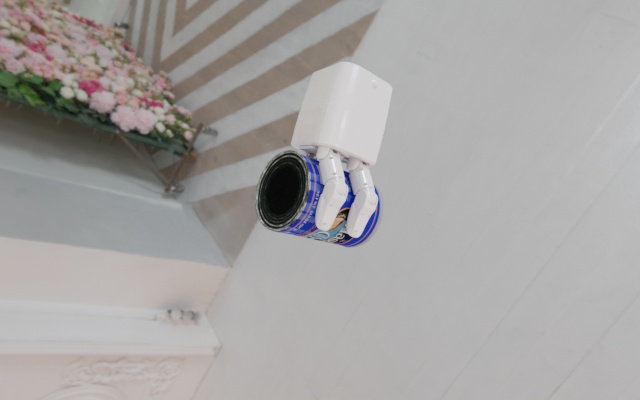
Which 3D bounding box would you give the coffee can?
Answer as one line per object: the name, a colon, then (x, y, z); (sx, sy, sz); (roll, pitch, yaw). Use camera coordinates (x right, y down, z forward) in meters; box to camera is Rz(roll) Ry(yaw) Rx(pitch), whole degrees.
coffee can: (0.000, 0.002, 0.633); (0.140, 0.103, 0.103); (17, -11, -42)
